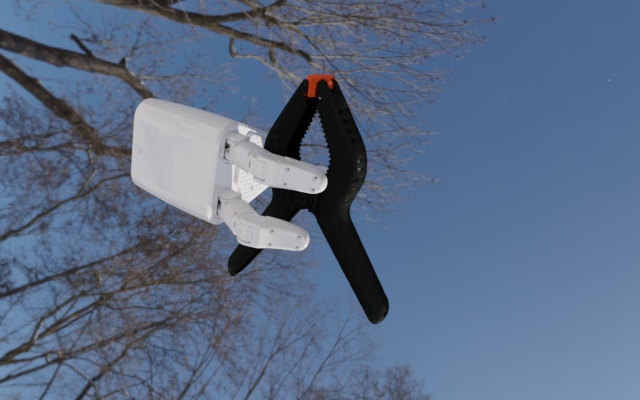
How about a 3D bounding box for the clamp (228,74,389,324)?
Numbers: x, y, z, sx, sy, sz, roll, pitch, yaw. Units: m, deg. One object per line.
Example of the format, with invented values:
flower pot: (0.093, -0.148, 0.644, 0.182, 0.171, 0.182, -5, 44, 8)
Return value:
clamp: (0.000, 0.001, 0.414, 0.164, 0.210, 0.036, 20, 22, 20)
